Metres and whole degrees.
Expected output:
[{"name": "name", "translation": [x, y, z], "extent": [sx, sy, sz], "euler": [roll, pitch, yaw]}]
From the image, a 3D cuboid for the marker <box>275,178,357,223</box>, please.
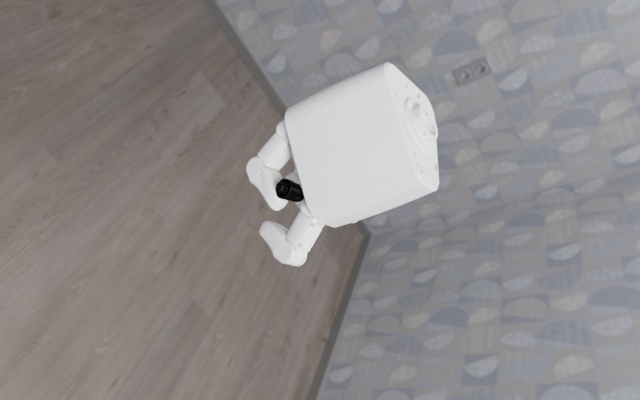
[{"name": "marker", "translation": [0.000, 0.002, 0.464], "extent": [0.020, 0.020, 0.121], "euler": [0, -13, 38]}]
